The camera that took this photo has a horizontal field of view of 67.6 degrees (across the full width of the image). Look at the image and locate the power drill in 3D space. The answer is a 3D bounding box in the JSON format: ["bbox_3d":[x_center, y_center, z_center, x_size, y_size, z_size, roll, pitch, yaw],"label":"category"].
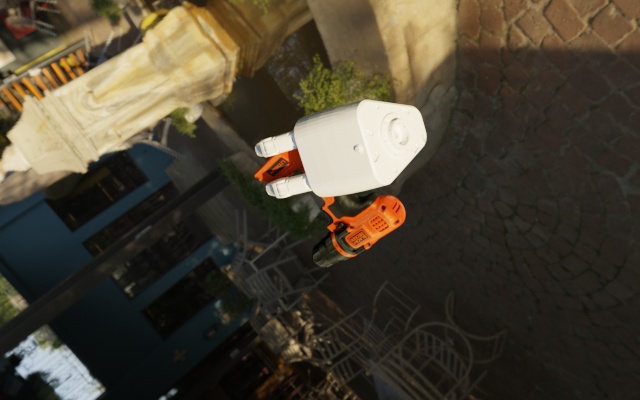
[{"bbox_3d":[0.000,0.002,0.672,0.184,0.188,0.057,-38,12,42],"label":"power drill"}]
